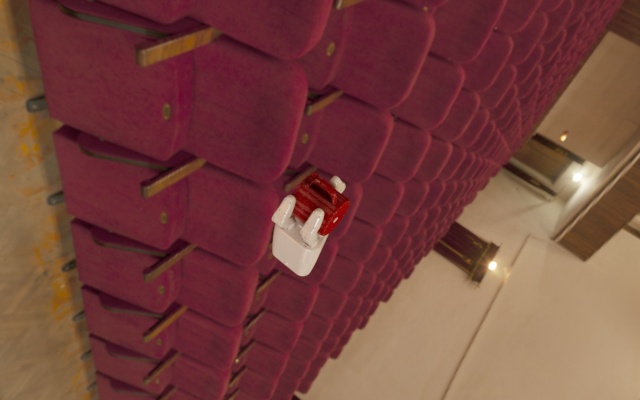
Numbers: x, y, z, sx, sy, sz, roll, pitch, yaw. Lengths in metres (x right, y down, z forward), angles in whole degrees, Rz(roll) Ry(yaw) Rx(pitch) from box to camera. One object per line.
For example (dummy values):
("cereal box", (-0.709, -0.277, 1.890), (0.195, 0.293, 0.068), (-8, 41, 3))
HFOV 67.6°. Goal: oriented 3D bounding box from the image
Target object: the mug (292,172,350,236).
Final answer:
("mug", (0.001, 0.002, 0.841), (0.081, 0.093, 0.117), (36, -34, 14))
